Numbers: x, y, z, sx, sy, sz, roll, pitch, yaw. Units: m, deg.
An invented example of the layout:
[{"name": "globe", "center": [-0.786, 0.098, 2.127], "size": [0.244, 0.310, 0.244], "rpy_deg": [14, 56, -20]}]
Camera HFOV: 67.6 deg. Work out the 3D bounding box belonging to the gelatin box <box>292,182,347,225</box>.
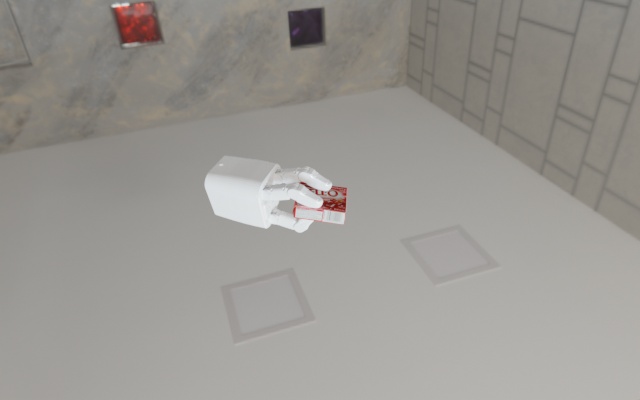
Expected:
[{"name": "gelatin box", "center": [0.000, 0.003, 0.822], "size": [0.089, 0.030, 0.073], "rpy_deg": [8, 36, -1]}]
